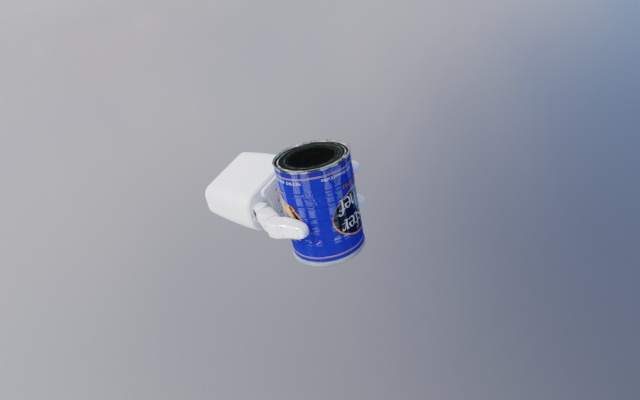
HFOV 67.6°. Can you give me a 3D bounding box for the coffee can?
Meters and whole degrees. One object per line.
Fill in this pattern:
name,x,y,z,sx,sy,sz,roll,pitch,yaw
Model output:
coffee can,0.000,0.002,0.640,0.103,0.140,0.102,-9,27,5
